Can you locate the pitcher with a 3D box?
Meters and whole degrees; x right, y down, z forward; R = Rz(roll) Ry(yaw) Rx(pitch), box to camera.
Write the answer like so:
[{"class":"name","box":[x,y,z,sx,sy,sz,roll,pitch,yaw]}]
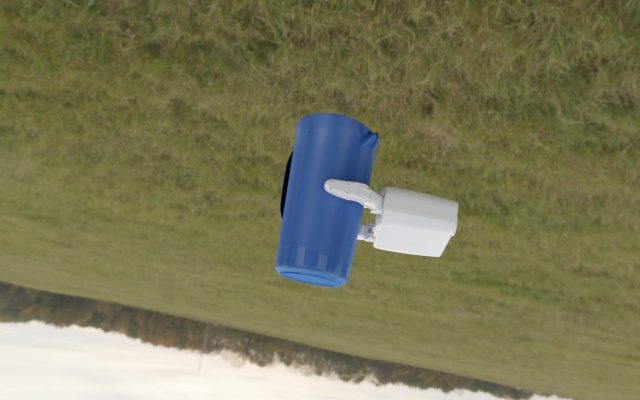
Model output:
[{"class":"pitcher","box":[0.000,0.002,0.732,0.145,0.242,0.149,10,-17,3]}]
